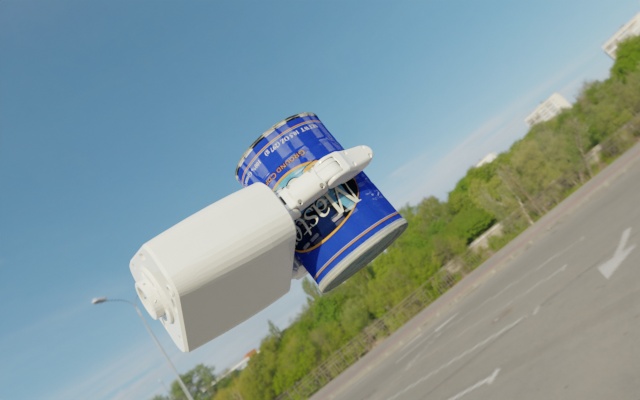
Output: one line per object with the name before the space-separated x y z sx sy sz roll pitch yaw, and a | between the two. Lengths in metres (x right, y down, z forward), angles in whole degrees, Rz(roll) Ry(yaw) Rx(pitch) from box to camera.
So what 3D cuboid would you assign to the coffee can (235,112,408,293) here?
coffee can | 0.000 0.002 0.459 0.103 0.140 0.103 -36 -15 -11
